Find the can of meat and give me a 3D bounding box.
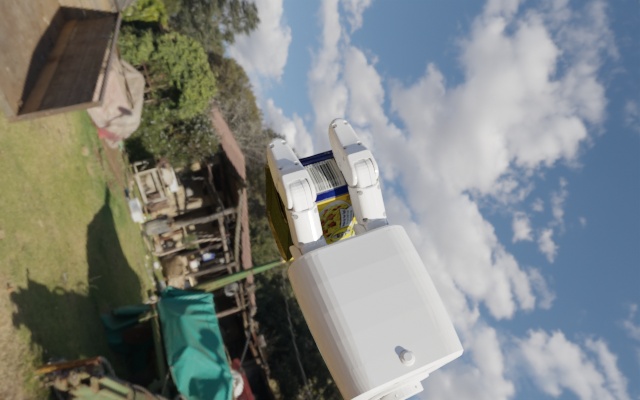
[{"bbox_3d":[0.000,0.001,0.423,0.084,0.057,0.102,-17,-30,-16],"label":"can of meat"}]
